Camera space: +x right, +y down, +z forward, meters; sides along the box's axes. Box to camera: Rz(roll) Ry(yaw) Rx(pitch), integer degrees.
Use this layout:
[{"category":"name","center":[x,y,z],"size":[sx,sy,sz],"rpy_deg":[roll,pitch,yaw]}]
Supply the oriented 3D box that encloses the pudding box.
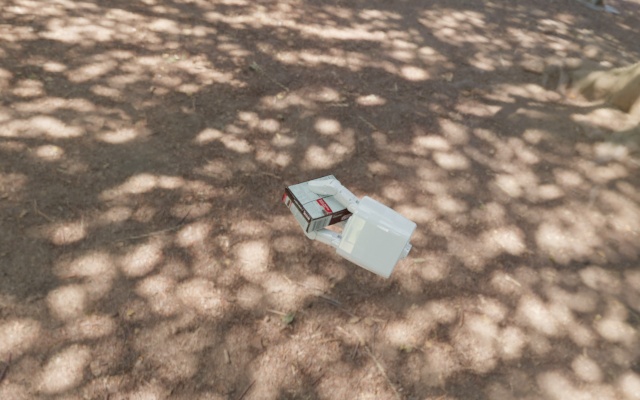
[{"category":"pudding box","center":[0.000,0.003,0.877],"size":[0.113,0.039,0.090],"rpy_deg":[-16,53,-36]}]
